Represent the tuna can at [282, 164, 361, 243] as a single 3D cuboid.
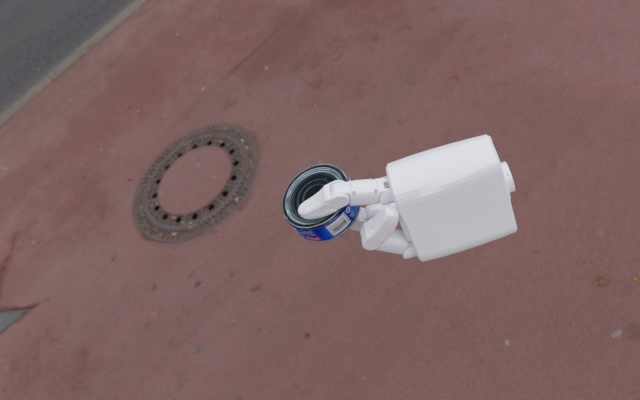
[{"bbox_3d":[0.000,0.002,0.540,0.086,0.086,0.034,0,-29,30],"label":"tuna can"}]
